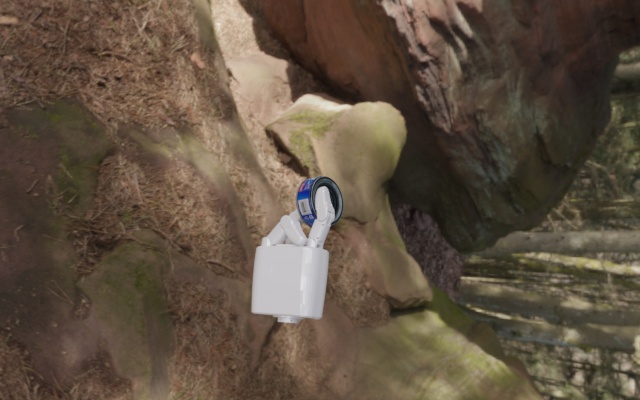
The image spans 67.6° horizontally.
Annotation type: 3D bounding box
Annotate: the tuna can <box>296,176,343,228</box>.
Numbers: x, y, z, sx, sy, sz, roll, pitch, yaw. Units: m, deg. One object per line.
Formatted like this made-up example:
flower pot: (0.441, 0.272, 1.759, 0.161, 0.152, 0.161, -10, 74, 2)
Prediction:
tuna can: (0.001, 0.002, 0.799, 0.034, 0.086, 0.086, -12, -8, 40)
